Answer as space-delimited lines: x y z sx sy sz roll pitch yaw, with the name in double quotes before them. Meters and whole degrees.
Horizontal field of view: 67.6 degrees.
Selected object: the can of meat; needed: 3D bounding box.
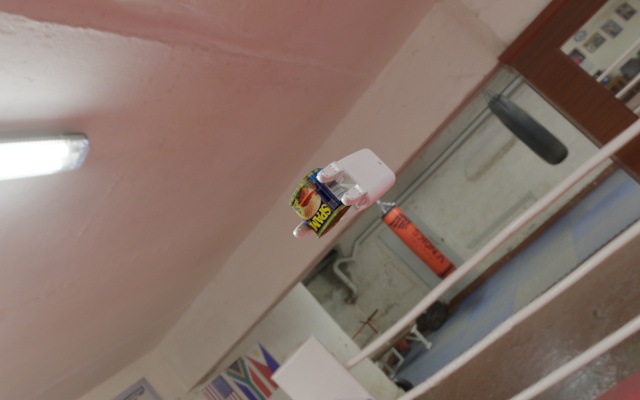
"can of meat" 0.000 0.003 0.826 0.057 0.084 0.102 -35 -13 -40
